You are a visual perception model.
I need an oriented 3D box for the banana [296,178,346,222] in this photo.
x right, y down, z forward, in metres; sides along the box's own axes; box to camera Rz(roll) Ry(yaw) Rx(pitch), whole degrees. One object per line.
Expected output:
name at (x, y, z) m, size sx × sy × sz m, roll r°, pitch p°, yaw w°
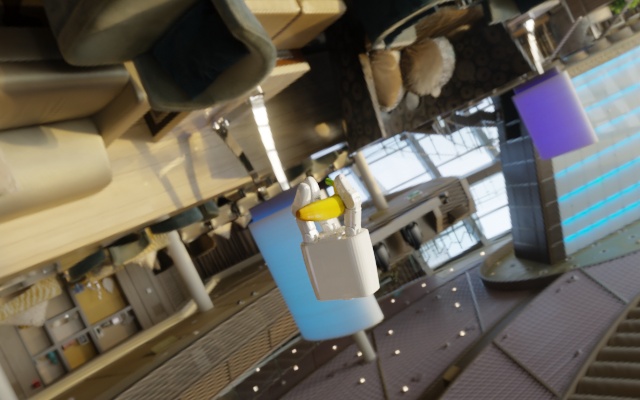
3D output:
banana at (0.019, 0.002, 0.802) m, size 0.069 × 0.037 × 0.197 m, roll 2°, pitch 16°, yaw 15°
